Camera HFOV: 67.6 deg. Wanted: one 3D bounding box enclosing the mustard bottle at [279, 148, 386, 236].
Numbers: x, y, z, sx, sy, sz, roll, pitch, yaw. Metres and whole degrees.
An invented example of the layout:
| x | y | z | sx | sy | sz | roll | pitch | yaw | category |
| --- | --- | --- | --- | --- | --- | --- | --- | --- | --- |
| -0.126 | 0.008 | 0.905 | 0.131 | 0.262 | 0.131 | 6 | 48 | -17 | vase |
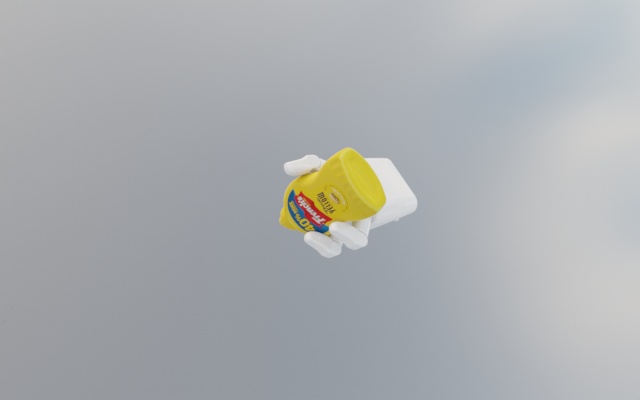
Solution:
| x | y | z | sx | sy | sz | roll | pitch | yaw | category |
| --- | --- | --- | --- | --- | --- | --- | --- | --- | --- |
| 0.000 | 0.002 | 0.698 | 0.192 | 0.096 | 0.058 | -28 | 12 | 46 | mustard bottle |
